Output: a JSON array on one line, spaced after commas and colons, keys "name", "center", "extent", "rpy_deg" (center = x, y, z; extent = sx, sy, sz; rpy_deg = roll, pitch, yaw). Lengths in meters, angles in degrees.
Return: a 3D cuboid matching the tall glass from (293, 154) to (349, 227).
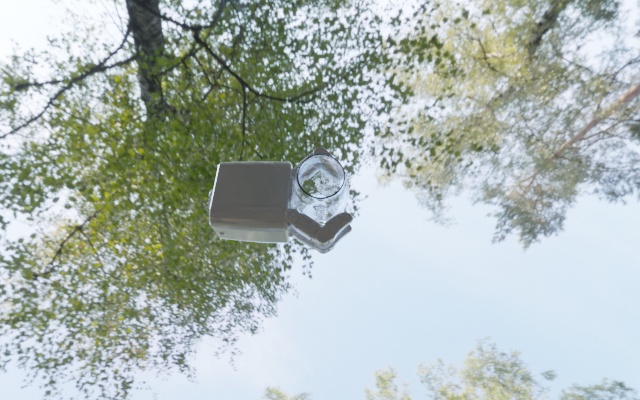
[{"name": "tall glass", "center": [0.000, 0.002, 0.696], "extent": [0.079, 0.079, 0.201], "rpy_deg": [0, -20, -1]}]
